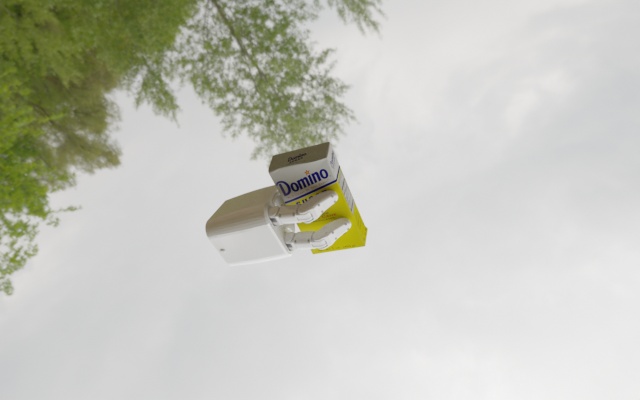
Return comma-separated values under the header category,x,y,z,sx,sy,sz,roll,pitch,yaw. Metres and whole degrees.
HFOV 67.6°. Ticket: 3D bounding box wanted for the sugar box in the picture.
category,x,y,z,sx,sy,sz,roll,pitch,yaw
sugar box,0.000,0.003,0.715,0.093,0.176,0.048,-12,40,20
